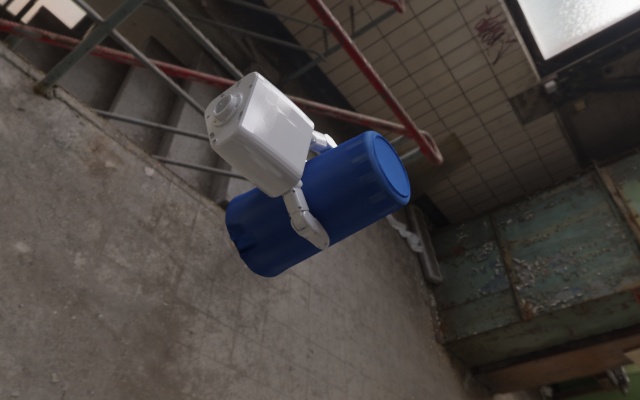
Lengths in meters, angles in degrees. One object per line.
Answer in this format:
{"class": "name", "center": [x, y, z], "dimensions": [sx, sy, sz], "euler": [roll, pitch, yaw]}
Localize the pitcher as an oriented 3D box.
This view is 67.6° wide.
{"class": "pitcher", "center": [0.000, 0.002, 0.672], "dimensions": [0.243, 0.149, 0.145], "euler": [-27, -46, 27]}
